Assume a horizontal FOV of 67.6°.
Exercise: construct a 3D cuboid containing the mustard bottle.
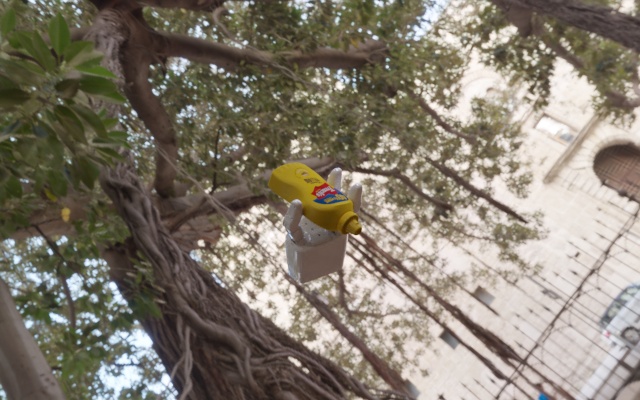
[{"bbox_3d":[0.000,0.002,0.846,0.096,0.058,0.191,-11,40,-47],"label":"mustard bottle"}]
